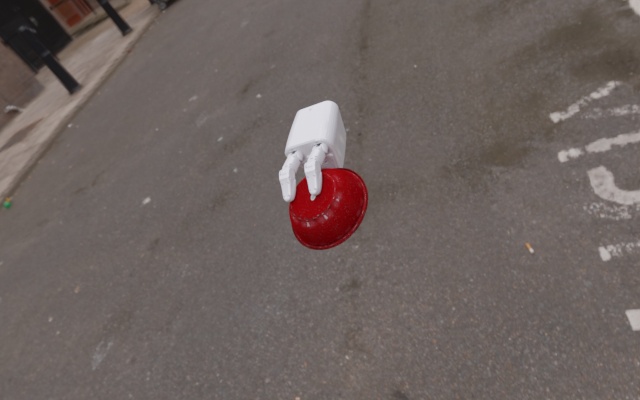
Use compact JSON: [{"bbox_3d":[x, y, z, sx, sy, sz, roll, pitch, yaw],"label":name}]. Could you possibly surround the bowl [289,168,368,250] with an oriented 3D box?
[{"bbox_3d":[0.000,0.004,0.836,0.162,0.162,0.055,0,-24,36],"label":"bowl"}]
